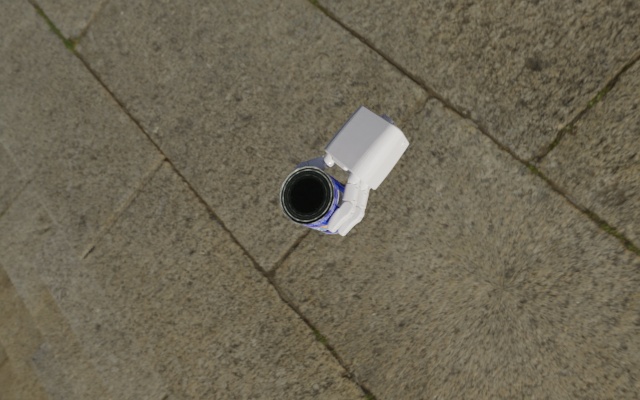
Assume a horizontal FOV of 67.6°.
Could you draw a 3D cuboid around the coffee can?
[{"bbox_3d":[0.000,0.003,0.873,0.103,0.103,0.140,0,-10,21],"label":"coffee can"}]
